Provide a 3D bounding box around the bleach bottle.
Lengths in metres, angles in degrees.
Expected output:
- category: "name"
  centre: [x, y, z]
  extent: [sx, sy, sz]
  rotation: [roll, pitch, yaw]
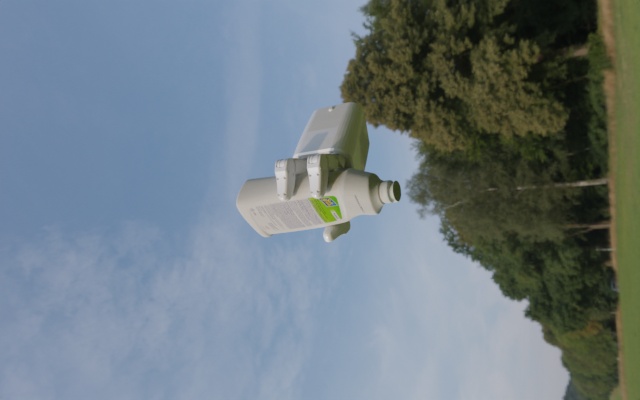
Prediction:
- category: "bleach bottle"
  centre: [0.000, 0.002, 0.708]
  extent: [0.251, 0.068, 0.103]
  rotation: [-5, -40, 32]
